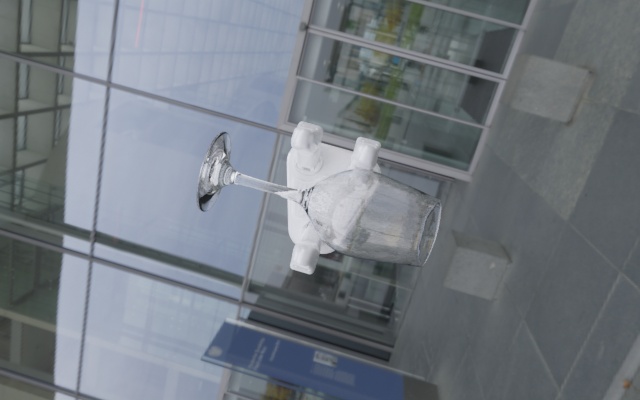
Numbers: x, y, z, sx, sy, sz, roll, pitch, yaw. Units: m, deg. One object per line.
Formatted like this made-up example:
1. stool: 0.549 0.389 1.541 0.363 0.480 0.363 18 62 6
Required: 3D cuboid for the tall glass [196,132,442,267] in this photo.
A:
1. tall glass: -0.001 0.001 0.422 0.201 0.079 0.079 16 1 4
